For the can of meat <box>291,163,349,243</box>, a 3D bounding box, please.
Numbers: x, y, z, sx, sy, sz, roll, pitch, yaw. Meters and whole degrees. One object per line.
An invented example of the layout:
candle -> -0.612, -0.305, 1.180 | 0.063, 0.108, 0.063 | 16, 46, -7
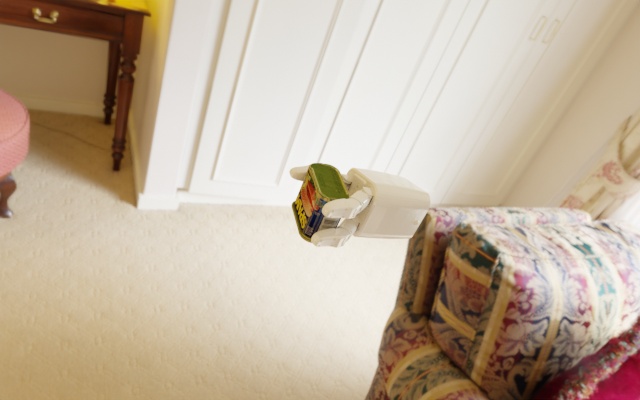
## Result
can of meat -> 0.000, 0.002, 0.734 | 0.057, 0.084, 0.102 | 9, 35, -22
